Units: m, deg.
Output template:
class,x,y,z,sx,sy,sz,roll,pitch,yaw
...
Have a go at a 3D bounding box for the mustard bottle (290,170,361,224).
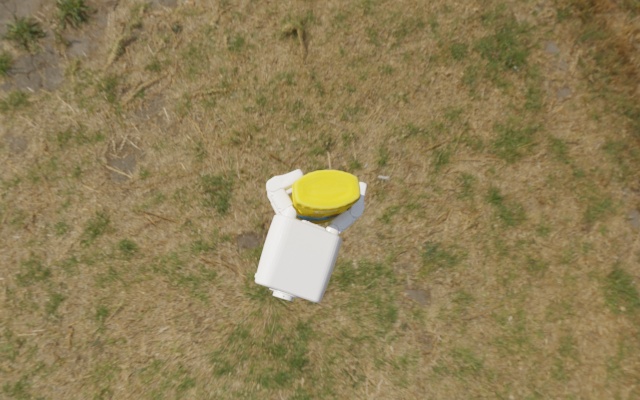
class,x,y,z,sx,sy,sz,roll,pitch,yaw
mustard bottle,0.000,0.002,0.755,0.096,0.058,0.192,-6,-10,-7
